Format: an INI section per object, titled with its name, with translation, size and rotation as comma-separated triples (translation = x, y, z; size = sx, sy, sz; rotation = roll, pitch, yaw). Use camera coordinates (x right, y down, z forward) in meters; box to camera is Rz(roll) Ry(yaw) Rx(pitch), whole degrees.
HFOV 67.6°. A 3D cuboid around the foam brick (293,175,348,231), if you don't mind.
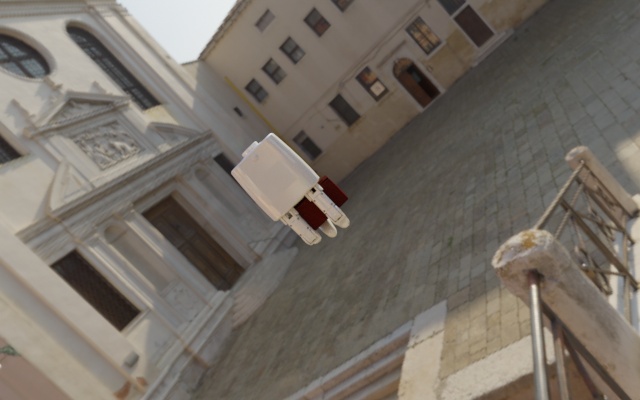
[foam brick]
translation = 0.000, 0.002, 0.790
size = 0.078, 0.051, 0.053
rotation = -44, 6, 2
